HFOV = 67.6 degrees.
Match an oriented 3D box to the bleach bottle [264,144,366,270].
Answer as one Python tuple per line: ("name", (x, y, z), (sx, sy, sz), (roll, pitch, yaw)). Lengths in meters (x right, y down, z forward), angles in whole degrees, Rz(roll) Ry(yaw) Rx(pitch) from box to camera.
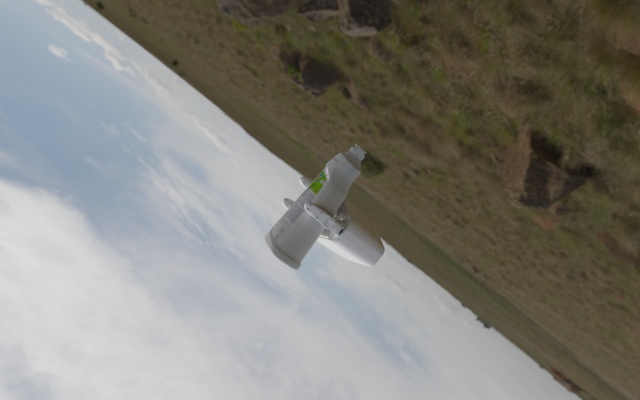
("bleach bottle", (0.000, 0.003, 0.889), (0.068, 0.251, 0.102), (38, 3, -27))
